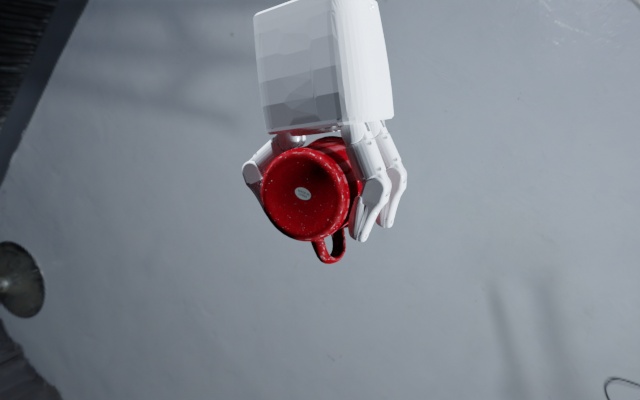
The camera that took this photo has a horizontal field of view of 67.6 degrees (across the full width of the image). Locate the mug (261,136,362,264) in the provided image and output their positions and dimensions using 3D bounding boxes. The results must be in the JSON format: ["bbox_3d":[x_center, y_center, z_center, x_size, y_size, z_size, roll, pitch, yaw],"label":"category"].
[{"bbox_3d":[0.000,0.003,0.440,0.093,0.117,0.081,-5,8,24],"label":"mug"}]
